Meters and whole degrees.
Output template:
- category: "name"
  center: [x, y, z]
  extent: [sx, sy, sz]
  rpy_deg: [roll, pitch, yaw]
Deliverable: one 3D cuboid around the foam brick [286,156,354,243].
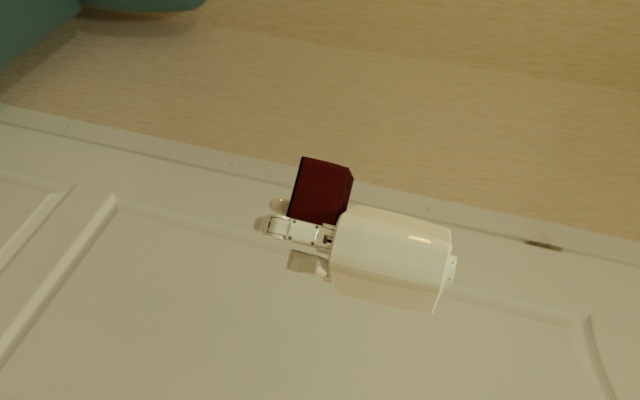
- category: "foam brick"
  center: [0.000, 0.001, 0.500]
  extent: [0.051, 0.078, 0.053]
  rpy_deg: [12, -9, 14]
